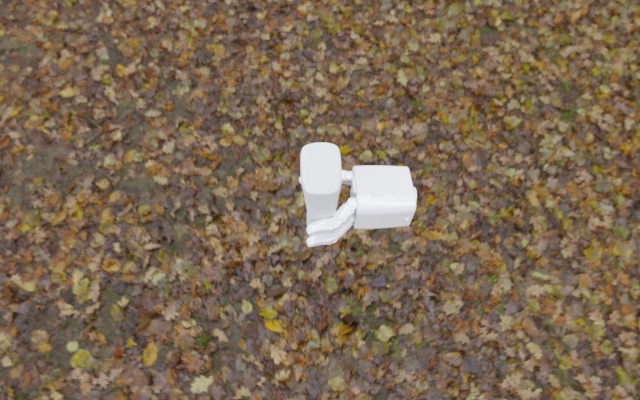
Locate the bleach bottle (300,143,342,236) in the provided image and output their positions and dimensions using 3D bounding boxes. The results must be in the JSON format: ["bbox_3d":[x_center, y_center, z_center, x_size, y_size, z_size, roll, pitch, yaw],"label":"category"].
[{"bbox_3d":[0.000,0.003,0.884,0.068,0.102,0.251,-1,-26,-1],"label":"bleach bottle"}]
